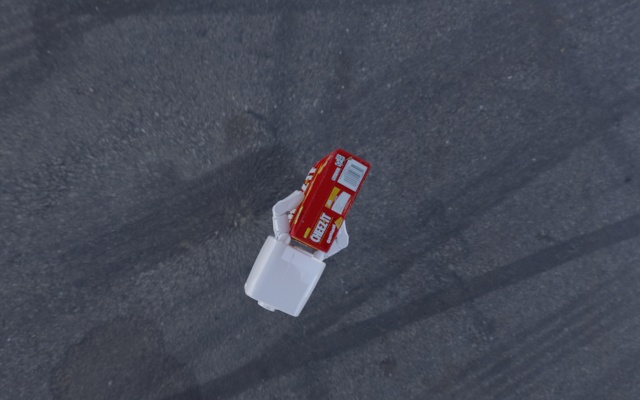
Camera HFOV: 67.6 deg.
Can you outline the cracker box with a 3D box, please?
[{"bbox_3d":[0.000,0.003,0.862,0.072,0.164,0.214,28,-7,-8],"label":"cracker box"}]
